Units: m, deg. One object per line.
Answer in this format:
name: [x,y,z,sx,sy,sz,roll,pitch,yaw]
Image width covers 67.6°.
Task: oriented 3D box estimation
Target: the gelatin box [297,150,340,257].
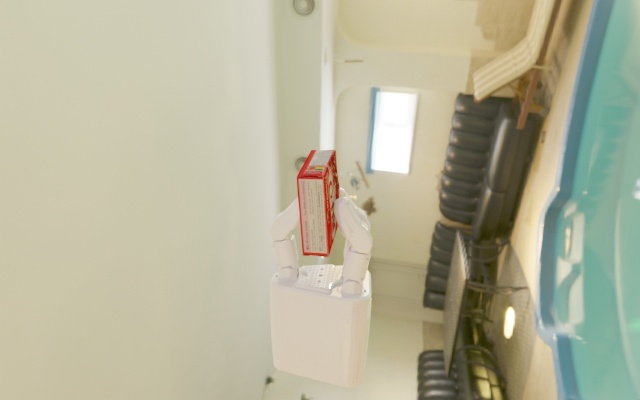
gelatin box: [0.000,0.001,0.486,0.030,0.089,0.073,1,26,11]
